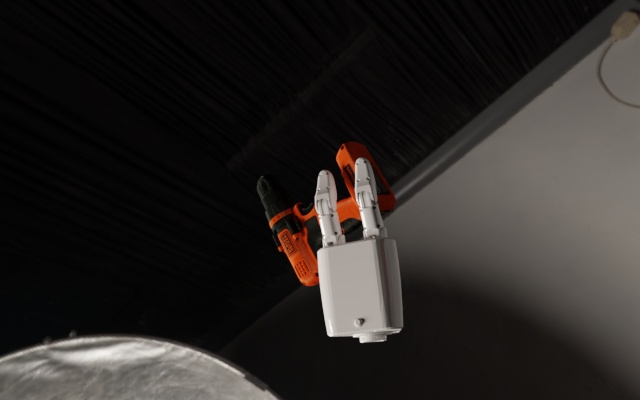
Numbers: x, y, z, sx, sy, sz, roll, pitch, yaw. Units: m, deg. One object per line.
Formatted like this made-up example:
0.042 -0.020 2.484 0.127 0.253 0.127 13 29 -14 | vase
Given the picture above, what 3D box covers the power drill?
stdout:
0.000 0.002 0.671 0.188 0.184 0.057 -41 -20 33 | power drill
